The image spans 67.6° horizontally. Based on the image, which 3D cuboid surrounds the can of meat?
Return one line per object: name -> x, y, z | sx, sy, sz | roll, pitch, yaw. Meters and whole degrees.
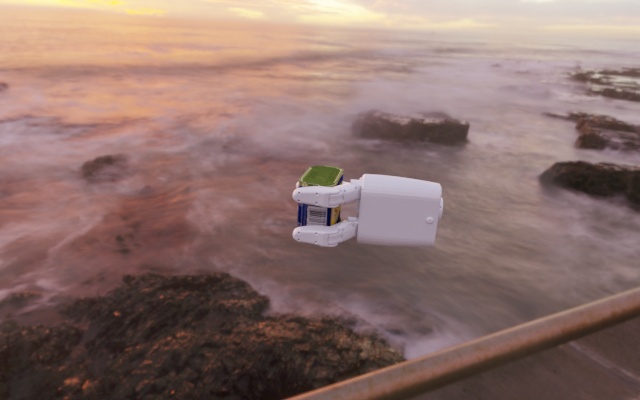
can of meat -> 0.000, 0.002, 0.681 | 0.057, 0.084, 0.102 | 7, 21, 9
